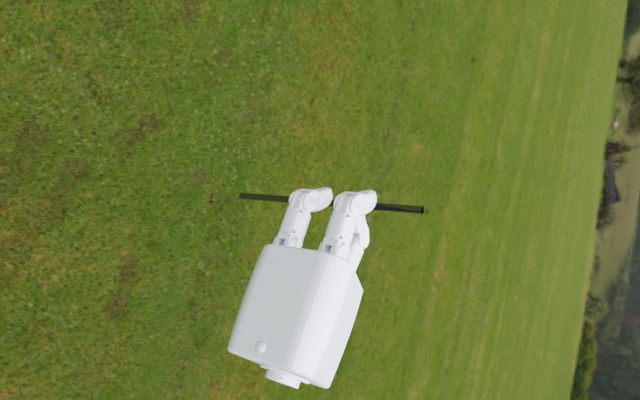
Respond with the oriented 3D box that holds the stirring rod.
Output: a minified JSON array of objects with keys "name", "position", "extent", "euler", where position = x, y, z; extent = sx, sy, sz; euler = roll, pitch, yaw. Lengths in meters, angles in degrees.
[{"name":"stirring rod","position":[0.000,0.002,0.533],"extent":[0.239,0.011,0.011],"euler":[4,2,34]}]
